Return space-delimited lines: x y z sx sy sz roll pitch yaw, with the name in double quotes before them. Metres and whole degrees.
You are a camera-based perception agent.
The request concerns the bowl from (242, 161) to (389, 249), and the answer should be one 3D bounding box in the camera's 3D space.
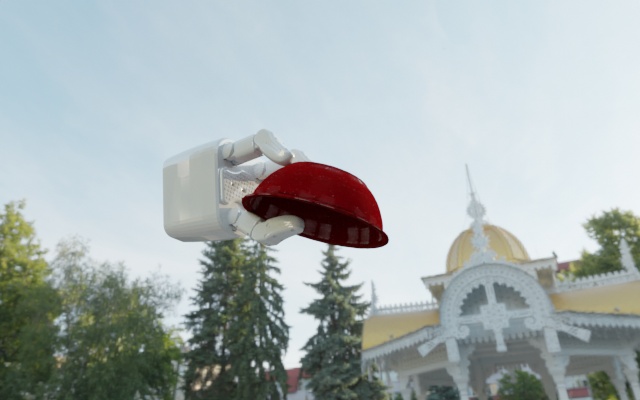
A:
"bowl" 0.001 0.001 0.515 0.162 0.055 0.162 15 -16 4
